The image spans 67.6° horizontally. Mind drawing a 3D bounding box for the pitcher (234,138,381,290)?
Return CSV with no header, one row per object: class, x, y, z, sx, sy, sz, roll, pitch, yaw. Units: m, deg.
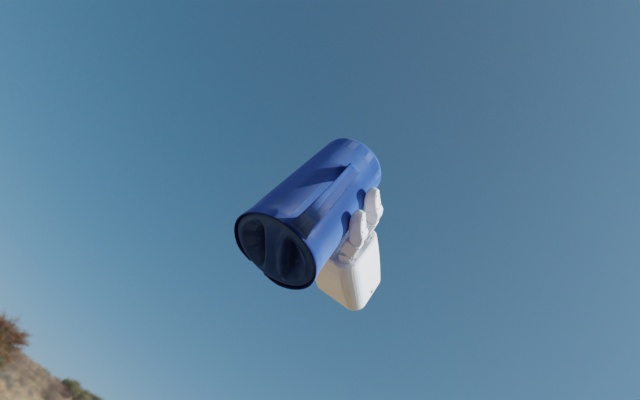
pitcher,0.000,0.002,0.707,0.149,0.145,0.242,10,40,31
